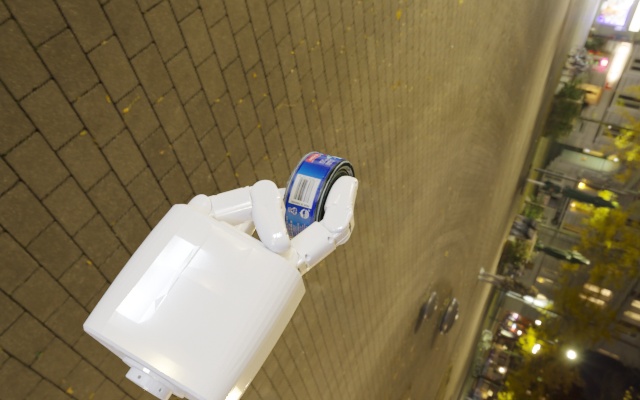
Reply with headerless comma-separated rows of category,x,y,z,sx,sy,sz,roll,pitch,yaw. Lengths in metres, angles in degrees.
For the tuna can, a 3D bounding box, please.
tuna can,0.001,0.001,0.426,0.034,0.086,0.086,15,6,22
